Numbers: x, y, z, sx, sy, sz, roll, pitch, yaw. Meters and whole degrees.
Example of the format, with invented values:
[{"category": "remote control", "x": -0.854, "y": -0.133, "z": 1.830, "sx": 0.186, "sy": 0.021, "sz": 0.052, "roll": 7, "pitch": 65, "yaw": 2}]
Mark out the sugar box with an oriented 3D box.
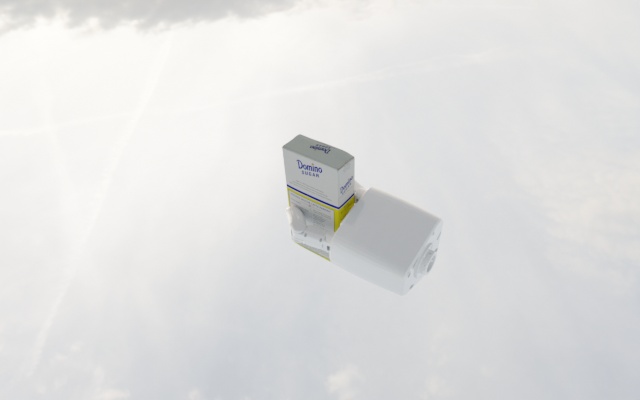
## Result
[{"category": "sugar box", "x": 0.001, "y": 0.002, "z": 0.663, "sx": 0.093, "sy": 0.176, "sz": 0.048, "roll": 25, "pitch": 46, "yaw": 27}]
